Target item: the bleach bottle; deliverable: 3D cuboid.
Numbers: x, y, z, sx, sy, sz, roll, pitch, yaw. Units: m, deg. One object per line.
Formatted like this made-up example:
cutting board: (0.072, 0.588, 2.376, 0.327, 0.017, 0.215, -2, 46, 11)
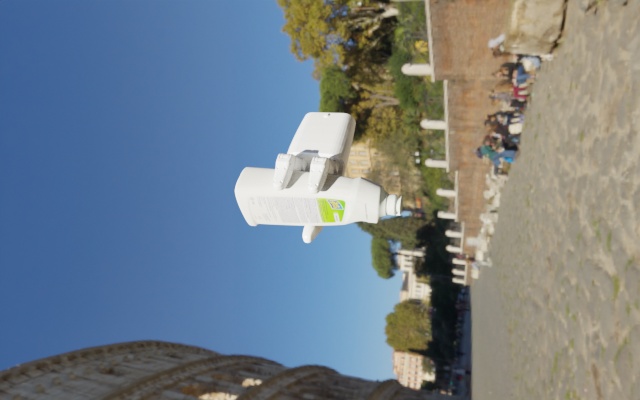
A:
bleach bottle: (0.000, 0.002, 0.738, 0.251, 0.068, 0.103, 5, -38, 17)
